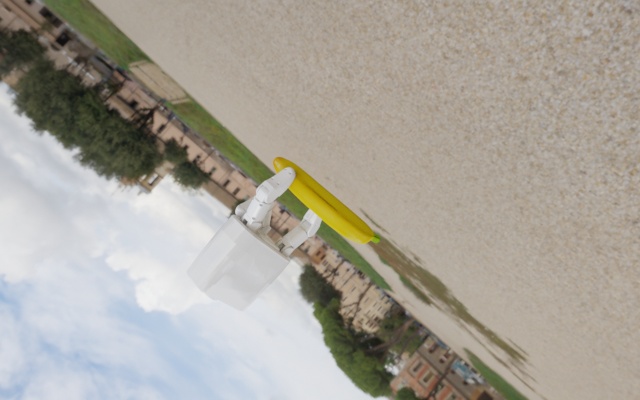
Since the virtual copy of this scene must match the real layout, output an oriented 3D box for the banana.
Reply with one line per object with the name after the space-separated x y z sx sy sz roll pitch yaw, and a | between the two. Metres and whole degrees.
0.002 0.003 0.679 0.198 0.037 0.069 40 -2 4 | banana
